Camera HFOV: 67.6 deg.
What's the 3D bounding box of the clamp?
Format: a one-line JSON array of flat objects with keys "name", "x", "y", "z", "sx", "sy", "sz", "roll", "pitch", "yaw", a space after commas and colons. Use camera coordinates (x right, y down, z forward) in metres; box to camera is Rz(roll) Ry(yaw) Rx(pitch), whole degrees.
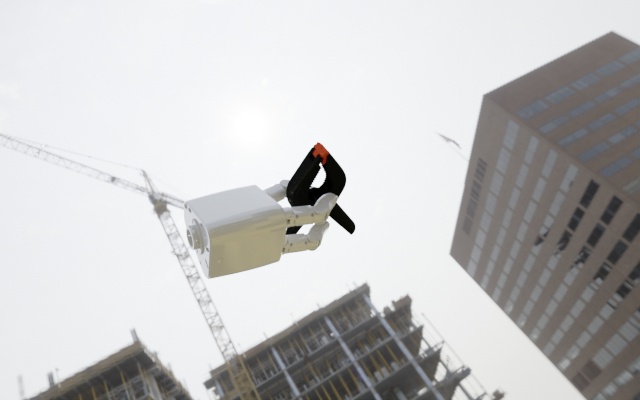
[{"name": "clamp", "x": 0.000, "y": 0.001, "z": 0.724, "sx": 0.164, "sy": 0.210, "sz": 0.036, "roll": -13, "pitch": 47, "yaw": -28}]
